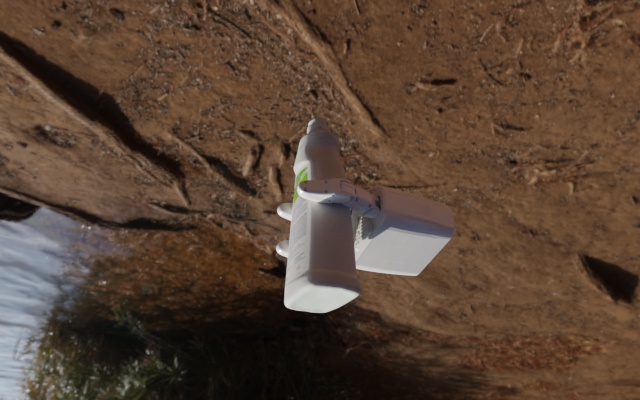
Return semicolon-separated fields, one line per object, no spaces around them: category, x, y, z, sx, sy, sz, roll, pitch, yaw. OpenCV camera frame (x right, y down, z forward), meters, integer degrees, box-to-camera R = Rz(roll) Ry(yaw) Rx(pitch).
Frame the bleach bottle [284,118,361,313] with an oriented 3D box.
bleach bottle;0.000;0.002;0.586;0.068;0.250;0.103;13;-31;-21
